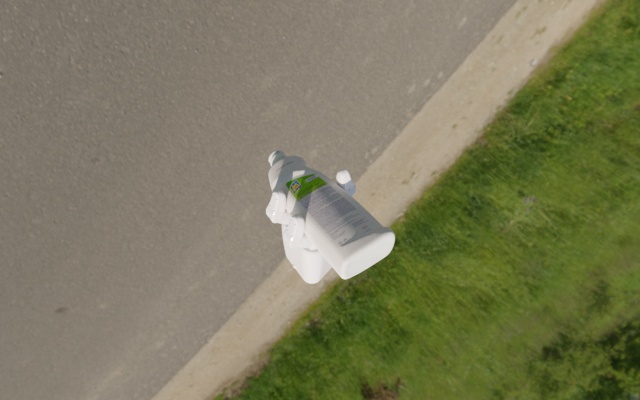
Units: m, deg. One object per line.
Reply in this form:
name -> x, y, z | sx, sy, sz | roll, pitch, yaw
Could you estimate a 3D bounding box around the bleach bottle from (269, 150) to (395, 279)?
bleach bottle -> 0.000, 0.003, 0.757 | 0.102, 0.250, 0.068 | -28, -34, -20
